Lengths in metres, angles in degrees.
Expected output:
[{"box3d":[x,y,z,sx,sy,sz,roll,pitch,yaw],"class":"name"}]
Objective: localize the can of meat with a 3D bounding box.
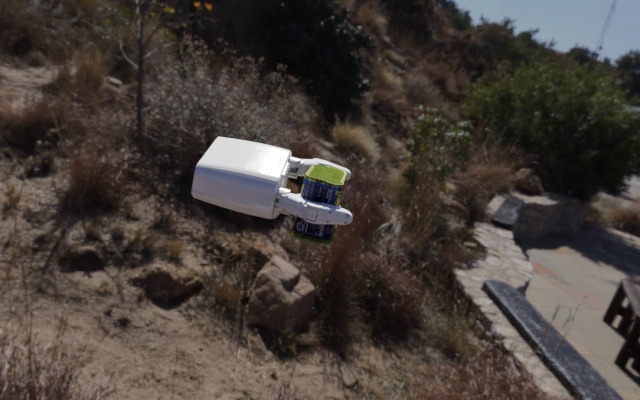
[{"box3d":[0.000,0.002,0.644,0.057,0.084,0.102,14,16,3],"class":"can of meat"}]
